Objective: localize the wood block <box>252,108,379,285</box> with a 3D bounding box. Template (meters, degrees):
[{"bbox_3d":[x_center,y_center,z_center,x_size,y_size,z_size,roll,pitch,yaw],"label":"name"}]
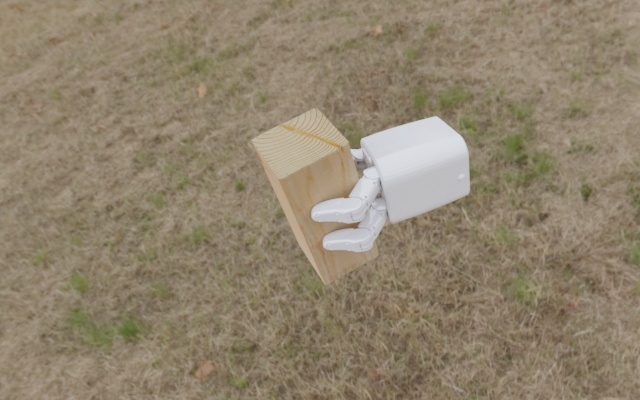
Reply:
[{"bbox_3d":[0.000,0.002,0.609,0.090,0.206,0.090,-28,45,-8],"label":"wood block"}]
